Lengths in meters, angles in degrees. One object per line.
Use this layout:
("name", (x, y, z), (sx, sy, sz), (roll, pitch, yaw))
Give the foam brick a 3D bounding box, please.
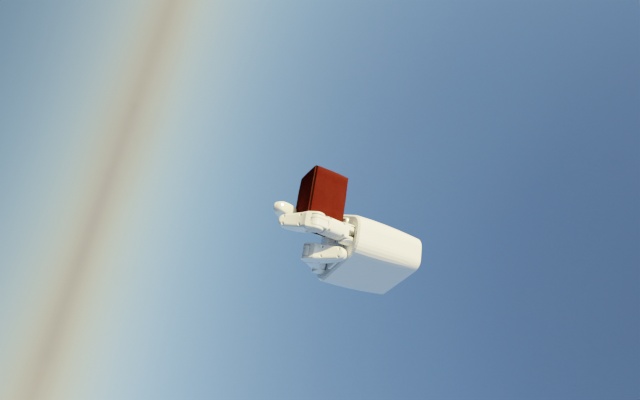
("foam brick", (0.000, 0.002, 0.654), (0.051, 0.078, 0.053), (18, -24, -20))
